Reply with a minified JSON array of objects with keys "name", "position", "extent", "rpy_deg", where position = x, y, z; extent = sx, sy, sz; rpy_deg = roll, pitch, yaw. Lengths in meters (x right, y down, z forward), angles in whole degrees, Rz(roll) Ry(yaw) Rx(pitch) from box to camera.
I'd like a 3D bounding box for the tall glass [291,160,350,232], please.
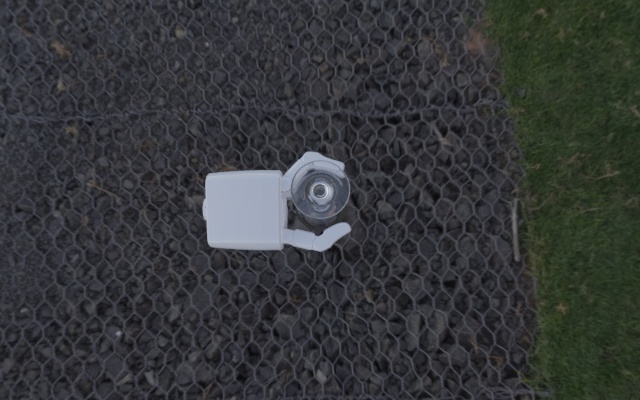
[{"name":"tall glass","position":[0.000,0.002,0.692],"extent":[0.079,0.079,0.201],"rpy_deg":[0,-10,1]}]
